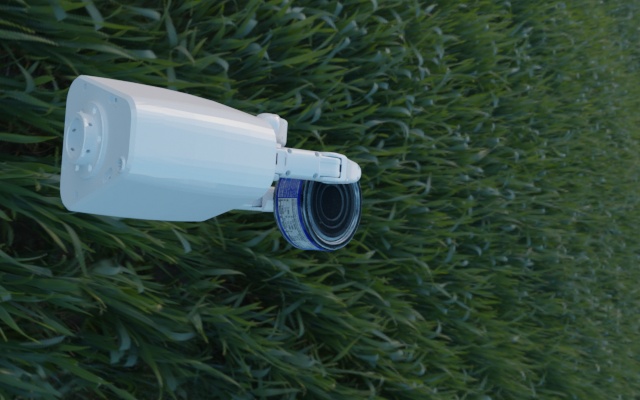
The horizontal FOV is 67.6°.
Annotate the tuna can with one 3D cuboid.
[{"bbox_3d":[0.001,0.001,0.420,0.034,0.086,0.086,0,0,40],"label":"tuna can"}]
